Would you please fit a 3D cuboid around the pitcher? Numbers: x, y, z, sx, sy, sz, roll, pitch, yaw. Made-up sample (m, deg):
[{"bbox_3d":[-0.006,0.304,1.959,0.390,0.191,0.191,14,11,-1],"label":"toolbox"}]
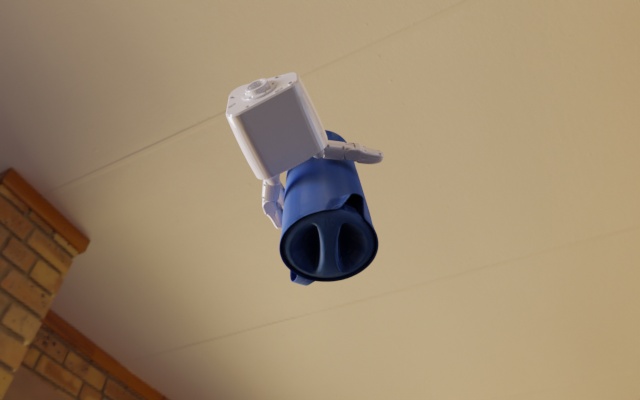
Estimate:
[{"bbox_3d":[0.000,0.002,0.732,0.149,0.145,0.242,-18,36,10],"label":"pitcher"}]
